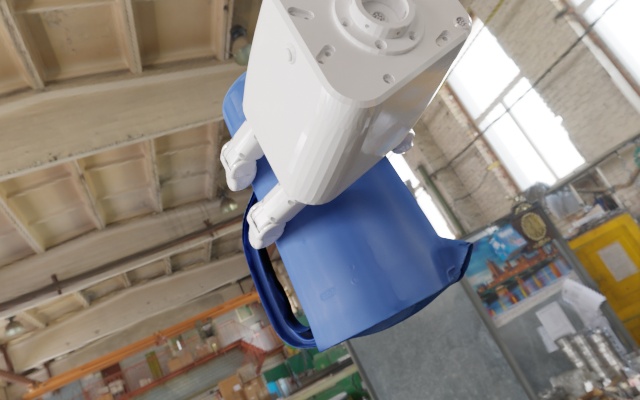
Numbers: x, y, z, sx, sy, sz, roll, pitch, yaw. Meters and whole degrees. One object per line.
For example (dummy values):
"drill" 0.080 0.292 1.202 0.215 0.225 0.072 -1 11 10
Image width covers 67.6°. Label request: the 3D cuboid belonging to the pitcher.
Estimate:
"pitcher" 0.000 0.001 0.421 0.149 0.242 0.145 -22 -17 -20
